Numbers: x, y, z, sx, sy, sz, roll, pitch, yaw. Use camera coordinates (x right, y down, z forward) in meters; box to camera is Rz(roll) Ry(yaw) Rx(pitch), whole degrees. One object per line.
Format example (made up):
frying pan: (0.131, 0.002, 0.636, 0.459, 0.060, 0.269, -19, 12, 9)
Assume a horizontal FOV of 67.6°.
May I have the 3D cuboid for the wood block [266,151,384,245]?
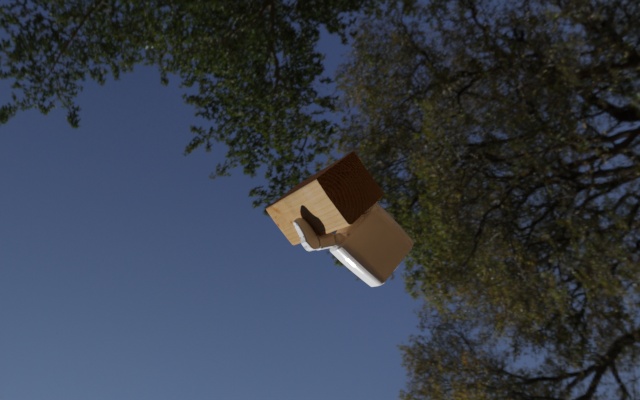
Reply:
wood block: (0.000, 0.003, 0.824, 0.090, 0.090, 0.206, -39, 7, -31)
